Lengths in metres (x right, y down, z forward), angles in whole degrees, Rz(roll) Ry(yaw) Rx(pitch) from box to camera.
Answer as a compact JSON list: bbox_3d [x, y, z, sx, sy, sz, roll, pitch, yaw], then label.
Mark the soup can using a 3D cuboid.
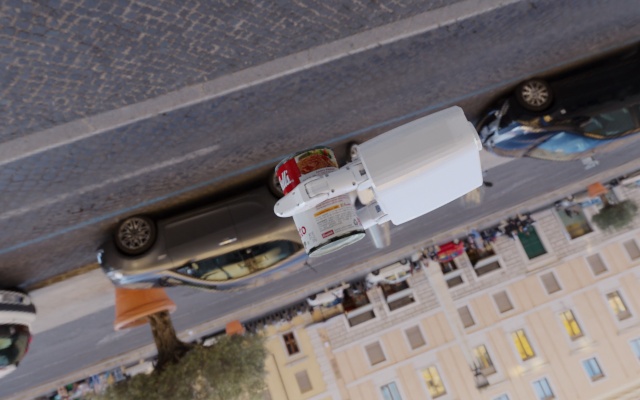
[{"bbox_3d":[0.000,0.002,0.514,0.068,0.102,0.068,-20,-14,-5],"label":"soup can"}]
